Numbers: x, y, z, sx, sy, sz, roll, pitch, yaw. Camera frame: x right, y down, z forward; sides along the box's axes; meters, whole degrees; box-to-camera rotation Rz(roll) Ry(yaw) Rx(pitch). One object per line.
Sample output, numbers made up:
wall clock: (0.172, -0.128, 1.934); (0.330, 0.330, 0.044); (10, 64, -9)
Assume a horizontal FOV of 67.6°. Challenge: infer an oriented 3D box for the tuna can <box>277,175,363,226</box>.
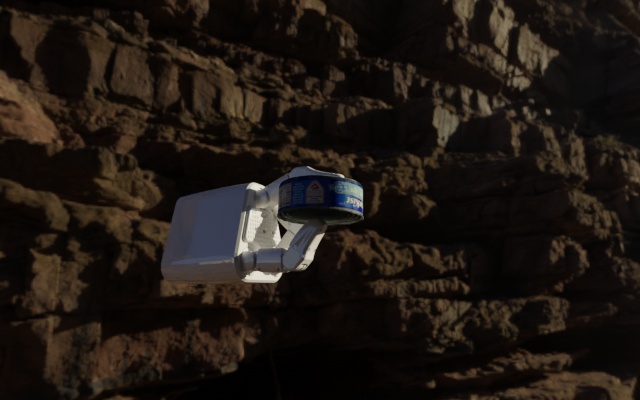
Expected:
tuna can: (0.000, 0.001, 0.477); (0.086, 0.033, 0.086); (1, -13, 0)
